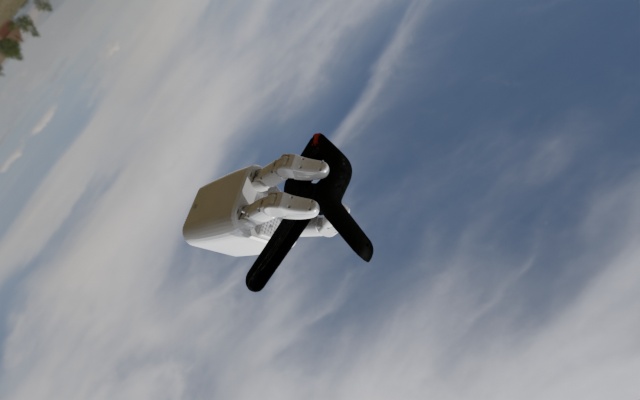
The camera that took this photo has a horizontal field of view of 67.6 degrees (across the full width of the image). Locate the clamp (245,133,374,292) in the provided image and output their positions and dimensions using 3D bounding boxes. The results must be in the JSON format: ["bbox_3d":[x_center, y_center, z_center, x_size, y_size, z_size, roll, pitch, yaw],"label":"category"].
[{"bbox_3d":[0.000,0.002,0.554,0.164,0.209,0.036,-13,-41,36],"label":"clamp"}]
